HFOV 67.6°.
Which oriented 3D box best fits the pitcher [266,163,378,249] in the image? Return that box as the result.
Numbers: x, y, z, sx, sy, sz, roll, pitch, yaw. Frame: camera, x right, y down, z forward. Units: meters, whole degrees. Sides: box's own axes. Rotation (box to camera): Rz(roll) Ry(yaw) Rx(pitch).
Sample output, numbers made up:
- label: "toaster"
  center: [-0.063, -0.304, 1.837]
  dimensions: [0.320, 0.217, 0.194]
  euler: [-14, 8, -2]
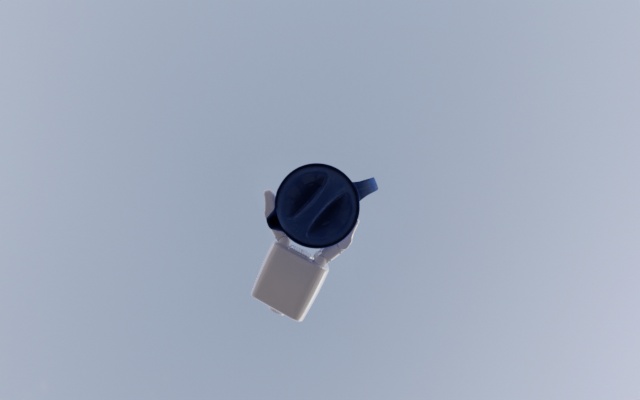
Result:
- label: "pitcher"
  center: [0.000, 0.003, 0.853]
  dimensions: [0.149, 0.145, 0.243]
  euler: [23, 1, -3]
